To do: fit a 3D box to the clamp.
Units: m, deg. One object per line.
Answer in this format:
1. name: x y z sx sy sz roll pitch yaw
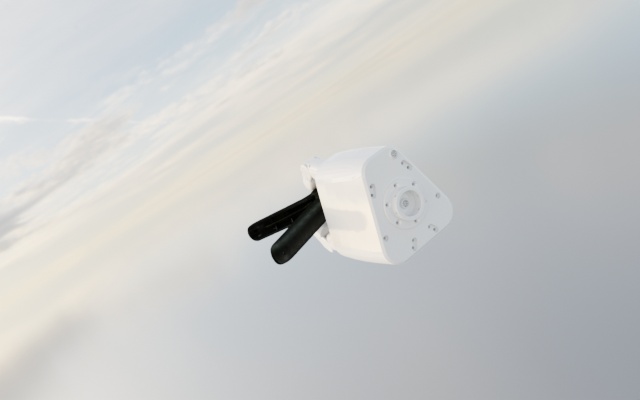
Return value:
1. clamp: 0.000 0.001 0.608 0.210 0.036 0.164 -36 16 -19
